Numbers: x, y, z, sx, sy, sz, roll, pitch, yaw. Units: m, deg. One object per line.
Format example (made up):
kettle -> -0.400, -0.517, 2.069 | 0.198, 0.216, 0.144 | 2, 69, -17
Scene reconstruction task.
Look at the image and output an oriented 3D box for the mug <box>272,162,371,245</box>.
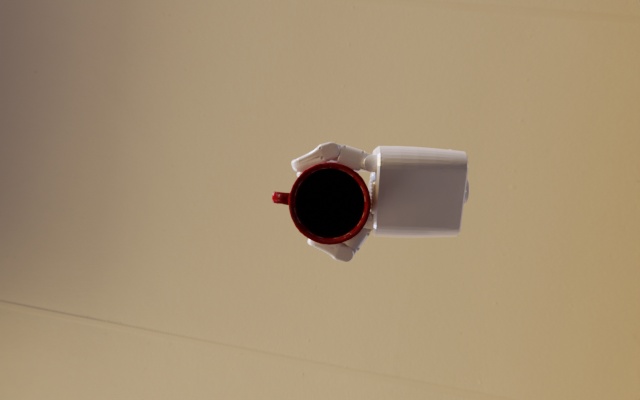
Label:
mug -> -0.001, 0.002, 0.577 | 0.117, 0.093, 0.081 | 3, 2, 2
